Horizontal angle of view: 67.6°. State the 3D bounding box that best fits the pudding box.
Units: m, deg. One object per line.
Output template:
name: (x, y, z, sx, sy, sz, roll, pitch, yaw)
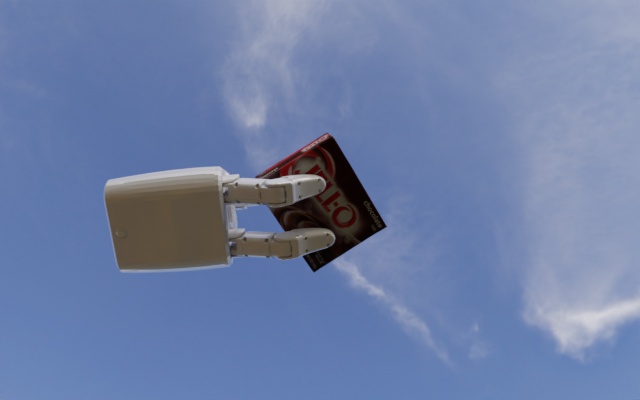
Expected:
pudding box: (0.000, 0.002, 0.484, 0.090, 0.113, 0.039, -32, 19, 3)
